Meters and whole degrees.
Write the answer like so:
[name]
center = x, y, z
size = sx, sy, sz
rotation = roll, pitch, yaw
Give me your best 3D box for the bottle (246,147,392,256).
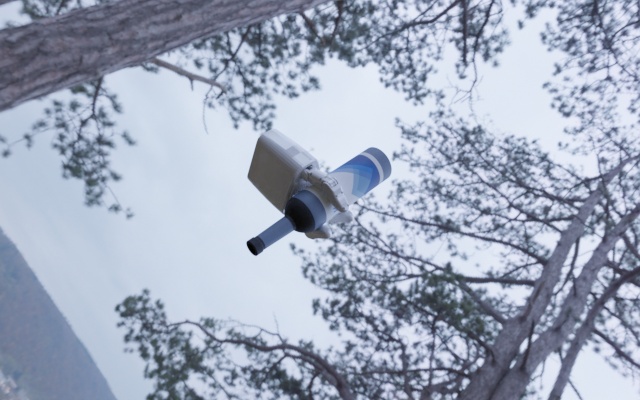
[bottle]
center = 0.000, 0.003, 0.800
size = 0.295, 0.069, 0.069
rotation = -34, 19, -30
